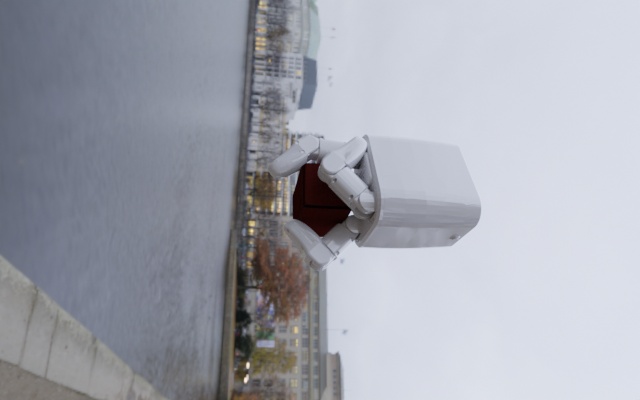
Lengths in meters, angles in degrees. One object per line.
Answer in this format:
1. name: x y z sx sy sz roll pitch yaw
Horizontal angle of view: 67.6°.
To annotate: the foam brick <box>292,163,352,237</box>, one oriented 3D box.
1. foam brick: 0.000 0.002 0.512 0.051 0.053 0.078 2 -26 -10
